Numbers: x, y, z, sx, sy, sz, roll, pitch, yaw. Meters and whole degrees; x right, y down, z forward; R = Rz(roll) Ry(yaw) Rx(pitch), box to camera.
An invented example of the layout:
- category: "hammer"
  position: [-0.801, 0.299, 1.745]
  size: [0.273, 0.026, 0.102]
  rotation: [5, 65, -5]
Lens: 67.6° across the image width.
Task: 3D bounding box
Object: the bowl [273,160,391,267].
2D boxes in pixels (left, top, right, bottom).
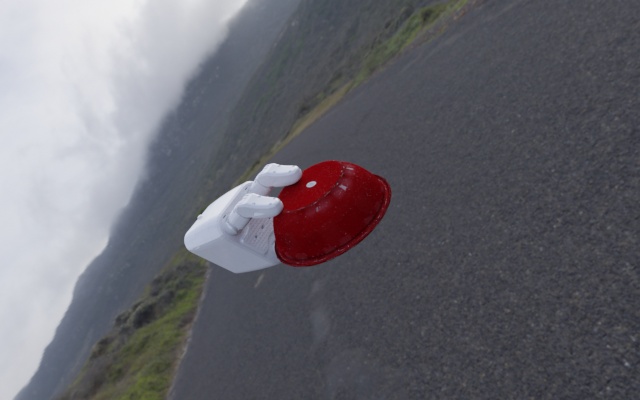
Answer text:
- category: "bowl"
  position: [0.001, 0.001, 0.568]
  size: [0.162, 0.055, 0.162]
  rotation: [-26, 28, 15]
